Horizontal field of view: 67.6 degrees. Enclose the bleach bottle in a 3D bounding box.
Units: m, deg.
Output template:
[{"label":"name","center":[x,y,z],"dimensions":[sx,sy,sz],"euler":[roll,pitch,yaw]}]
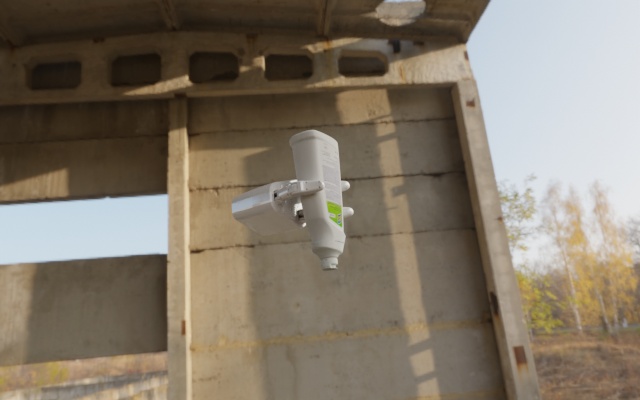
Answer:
[{"label":"bleach bottle","center":[0.000,0.003,0.888],"dimensions":[0.068,0.250,0.102],"euler":[-16,-19,33]}]
